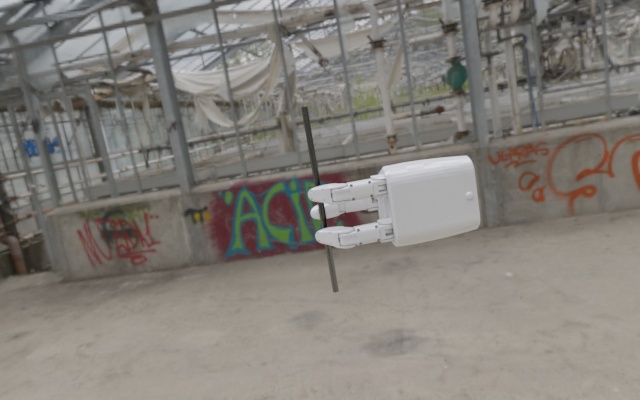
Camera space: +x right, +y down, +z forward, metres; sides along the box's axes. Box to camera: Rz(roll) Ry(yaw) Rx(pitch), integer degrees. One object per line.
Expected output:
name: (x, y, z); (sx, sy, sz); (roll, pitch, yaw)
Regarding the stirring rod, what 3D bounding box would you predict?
stirring rod: (0.000, 0.002, 0.607); (0.011, 0.239, 0.011); (-10, 9, 2)
